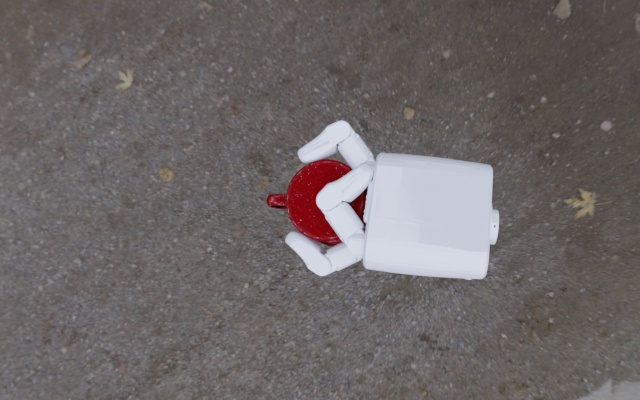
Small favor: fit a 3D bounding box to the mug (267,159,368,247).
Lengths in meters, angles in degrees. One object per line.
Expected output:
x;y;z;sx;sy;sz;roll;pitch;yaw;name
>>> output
-0.001;0.001;0.505;0.117;0.093;0.081;5;-4;12;mug
